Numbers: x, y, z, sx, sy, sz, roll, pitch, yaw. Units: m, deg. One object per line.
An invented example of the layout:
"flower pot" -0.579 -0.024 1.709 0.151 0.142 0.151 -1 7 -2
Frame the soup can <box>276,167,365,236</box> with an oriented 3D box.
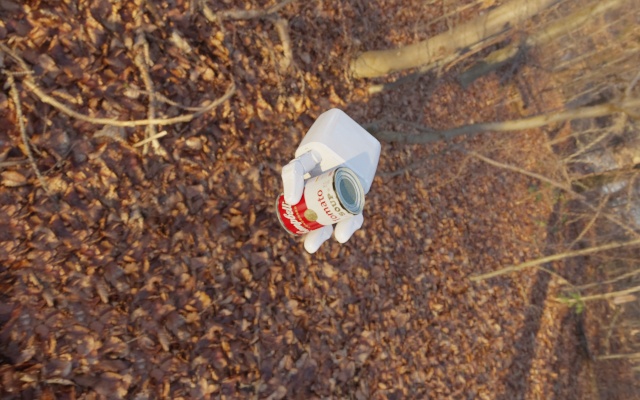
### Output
"soup can" 0.000 0.002 0.642 0.102 0.068 0.068 -21 -13 35
